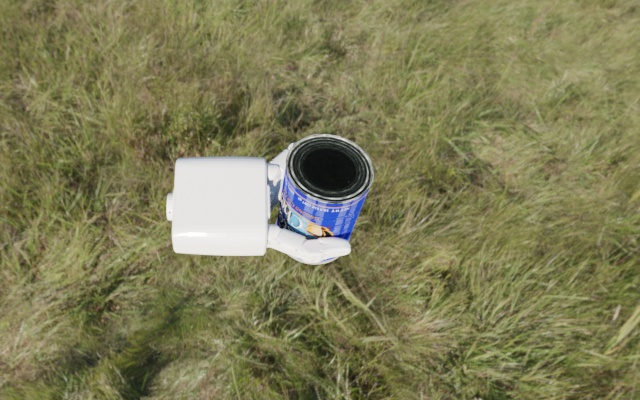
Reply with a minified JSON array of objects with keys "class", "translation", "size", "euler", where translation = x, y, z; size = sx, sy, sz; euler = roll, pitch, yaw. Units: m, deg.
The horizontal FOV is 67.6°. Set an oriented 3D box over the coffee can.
[{"class":"coffee can","translation":[0.000,0.002,0.598],"size":[0.103,0.102,0.140],"euler":[0,-36,-11]}]
